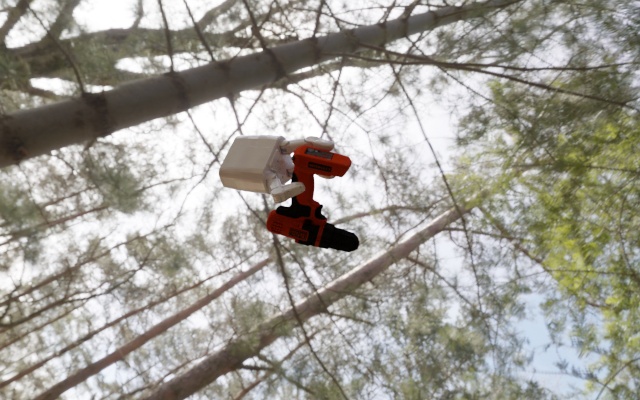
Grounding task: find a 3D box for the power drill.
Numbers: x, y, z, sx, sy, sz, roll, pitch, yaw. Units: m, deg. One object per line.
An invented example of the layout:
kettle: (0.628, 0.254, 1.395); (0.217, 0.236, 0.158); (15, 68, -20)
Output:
power drill: (0.000, 0.002, 0.891); (0.184, 0.188, 0.057); (14, 25, 1)
